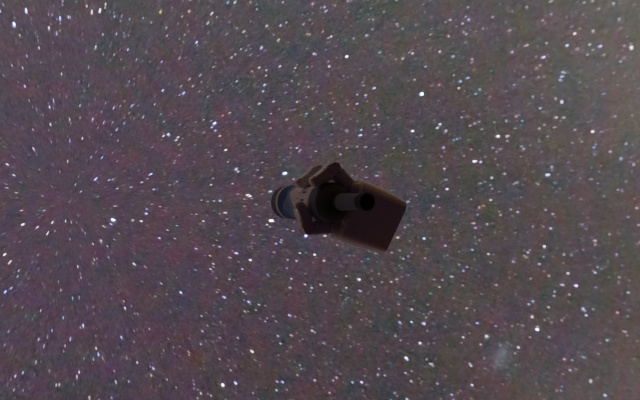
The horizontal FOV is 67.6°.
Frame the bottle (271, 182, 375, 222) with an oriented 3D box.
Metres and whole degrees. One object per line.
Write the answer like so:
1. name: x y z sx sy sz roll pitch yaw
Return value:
1. bottle: 0.000 0.003 0.829 0.069 0.069 0.295 0 0 -28
